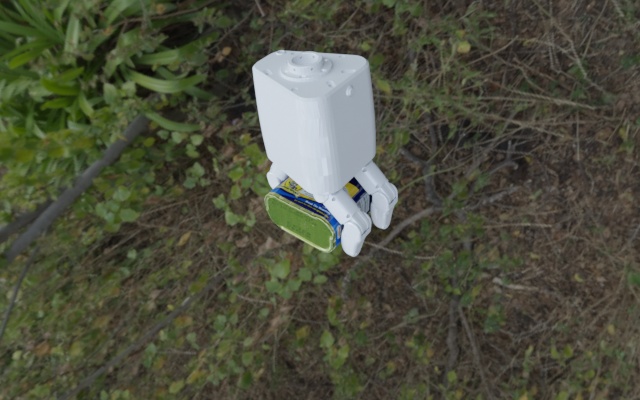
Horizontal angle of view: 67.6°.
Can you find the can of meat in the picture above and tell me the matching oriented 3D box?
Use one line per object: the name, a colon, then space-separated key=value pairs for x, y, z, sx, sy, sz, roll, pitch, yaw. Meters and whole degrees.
can of meat: x=0.000 y=0.002 z=0.542 sx=0.102 sy=0.057 sz=0.084 roll=26 pitch=51 yaw=28
